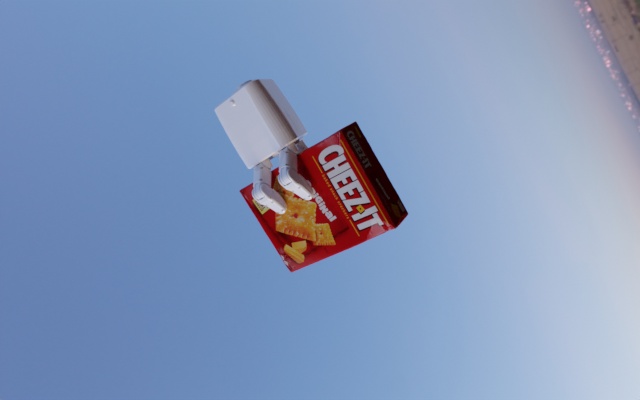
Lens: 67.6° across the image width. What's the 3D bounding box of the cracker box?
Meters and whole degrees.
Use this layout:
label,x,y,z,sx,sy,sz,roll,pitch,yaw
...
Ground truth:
label,x,y,z,sx,sy,sz,roll,pitch,yaw
cracker box,0.000,0.002,0.745,0.214,0.164,0.072,-27,7,33
